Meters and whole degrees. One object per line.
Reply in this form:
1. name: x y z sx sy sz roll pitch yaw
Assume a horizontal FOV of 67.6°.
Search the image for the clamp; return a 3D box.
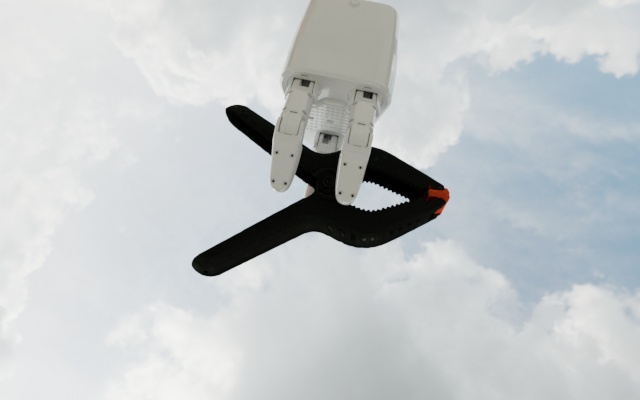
1. clamp: 0.001 0.002 0.404 0.210 0.164 0.036 11 -27 4
